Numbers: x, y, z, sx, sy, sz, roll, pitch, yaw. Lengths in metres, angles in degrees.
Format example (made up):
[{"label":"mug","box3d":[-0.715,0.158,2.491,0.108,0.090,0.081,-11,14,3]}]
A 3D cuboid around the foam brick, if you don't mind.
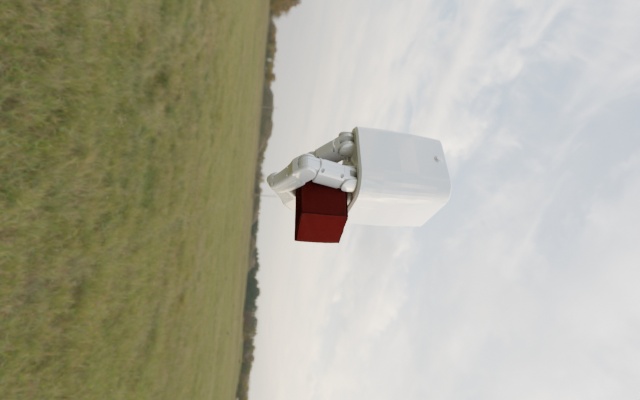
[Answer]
[{"label":"foam brick","box3d":[0.000,0.002,0.533,0.051,0.078,0.053,6,-40,-8]}]
